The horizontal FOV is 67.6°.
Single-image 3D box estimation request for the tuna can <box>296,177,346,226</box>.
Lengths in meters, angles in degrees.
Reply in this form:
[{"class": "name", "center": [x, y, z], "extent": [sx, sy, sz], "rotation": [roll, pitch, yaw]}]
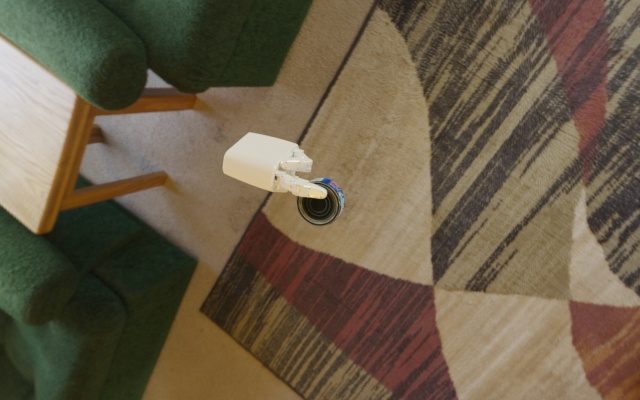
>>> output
[{"class": "tuna can", "center": [0.000, 0.003, 0.866], "extent": [0.086, 0.086, 0.033], "rotation": [0, 14, 18]}]
